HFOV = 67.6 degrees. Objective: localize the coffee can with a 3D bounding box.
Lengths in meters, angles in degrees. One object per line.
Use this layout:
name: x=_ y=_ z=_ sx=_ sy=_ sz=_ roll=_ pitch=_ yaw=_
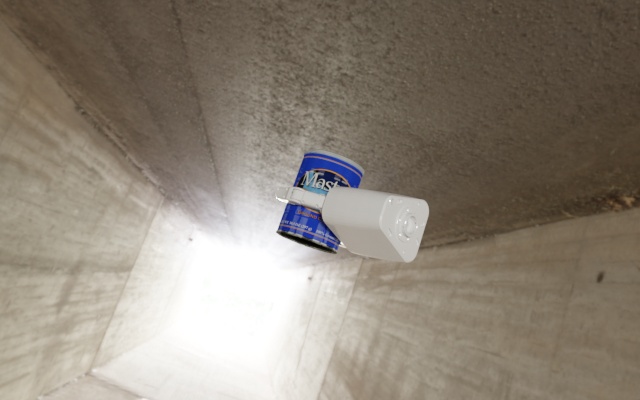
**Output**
coffee can: x=0.000 y=0.002 z=0.764 sx=0.103 sy=0.140 sz=0.103 roll=19 pitch=-11 yaw=4
